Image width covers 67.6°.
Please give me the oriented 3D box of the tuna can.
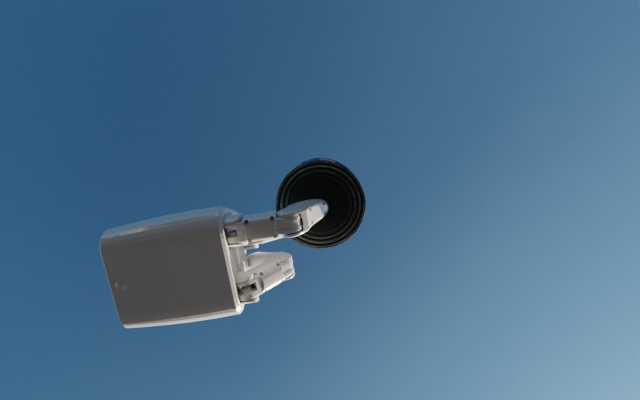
[{"bbox_3d":[0.000,0.001,0.469,0.086,0.086,0.033,0,11,0],"label":"tuna can"}]
